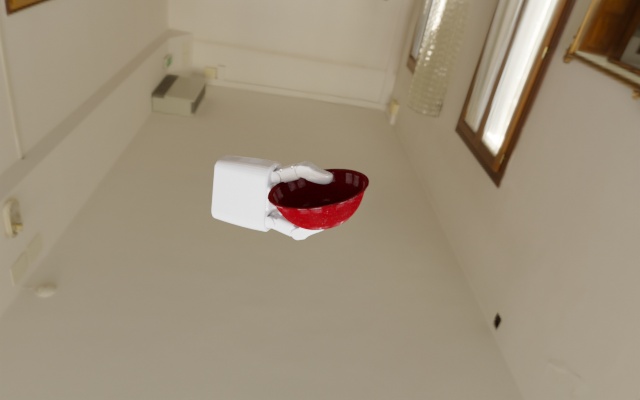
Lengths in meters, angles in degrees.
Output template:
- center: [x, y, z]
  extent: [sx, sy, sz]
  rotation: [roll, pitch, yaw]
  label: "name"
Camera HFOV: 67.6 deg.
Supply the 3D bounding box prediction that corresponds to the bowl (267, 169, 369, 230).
- center: [0.001, 0.003, 0.759]
  extent: [0.162, 0.055, 0.162]
  rotation: [-8, 23, 4]
  label: "bowl"
